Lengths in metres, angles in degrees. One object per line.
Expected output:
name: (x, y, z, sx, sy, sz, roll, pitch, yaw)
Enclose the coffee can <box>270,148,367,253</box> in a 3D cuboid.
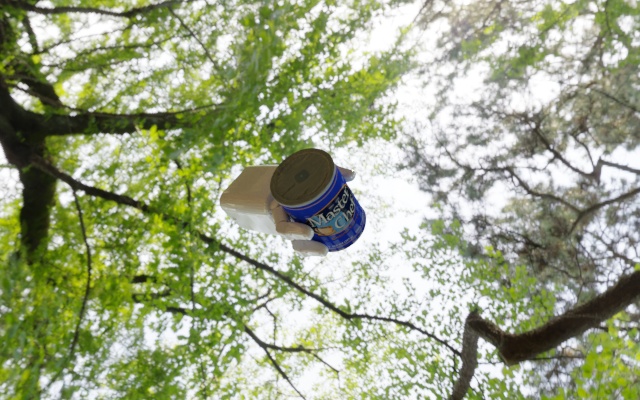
coffee can: (0.000, 0.002, 0.736, 0.103, 0.102, 0.140, 0, -34, 29)
